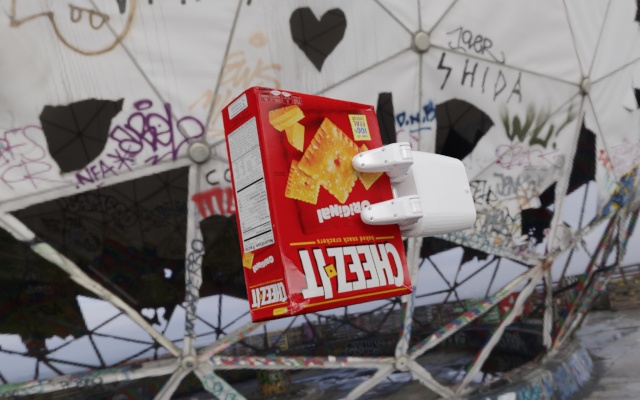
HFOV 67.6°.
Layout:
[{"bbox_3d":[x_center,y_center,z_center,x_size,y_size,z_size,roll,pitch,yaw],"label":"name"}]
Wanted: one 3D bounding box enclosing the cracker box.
[{"bbox_3d":[0.000,0.001,0.484,0.164,0.213,0.072,0,-16,-40],"label":"cracker box"}]
